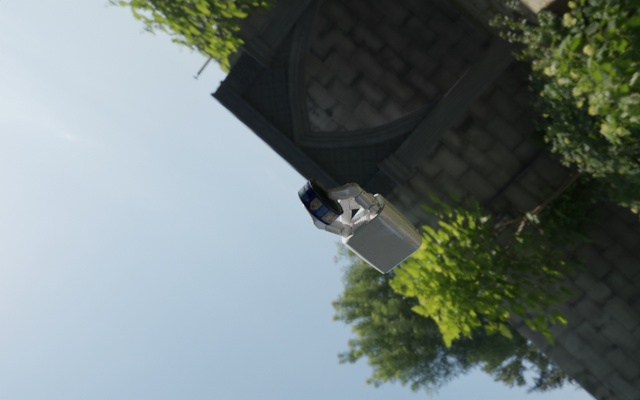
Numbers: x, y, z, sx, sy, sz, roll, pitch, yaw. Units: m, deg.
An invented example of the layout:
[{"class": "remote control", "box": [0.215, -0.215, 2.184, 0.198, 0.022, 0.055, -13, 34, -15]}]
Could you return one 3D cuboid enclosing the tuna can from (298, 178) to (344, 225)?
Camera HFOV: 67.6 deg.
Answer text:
[{"class": "tuna can", "box": [0.000, 0.003, 0.851, 0.034, 0.086, 0.086, -44, -13, 14]}]
